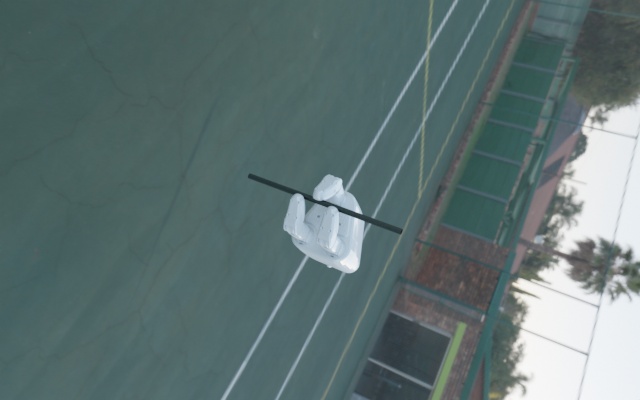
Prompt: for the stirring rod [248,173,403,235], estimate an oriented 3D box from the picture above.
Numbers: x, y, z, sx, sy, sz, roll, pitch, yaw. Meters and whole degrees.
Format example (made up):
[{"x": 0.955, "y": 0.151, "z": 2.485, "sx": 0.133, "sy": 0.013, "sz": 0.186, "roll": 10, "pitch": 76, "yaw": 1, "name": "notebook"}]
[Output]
[{"x": 0.000, "y": 0.002, "z": 0.663, "sx": 0.239, "sy": 0.011, "sz": 0.011, "roll": 20, "pitch": 7, "yaw": 21, "name": "stirring rod"}]
